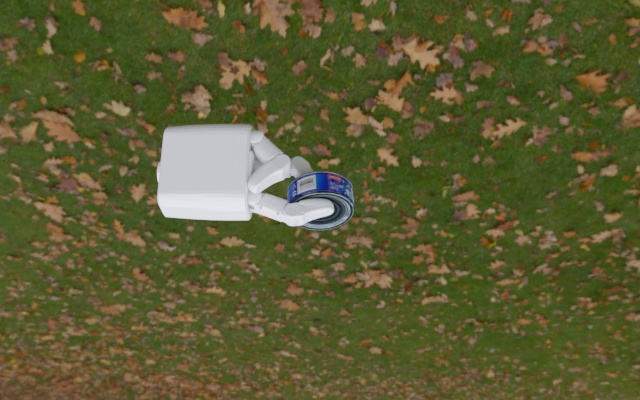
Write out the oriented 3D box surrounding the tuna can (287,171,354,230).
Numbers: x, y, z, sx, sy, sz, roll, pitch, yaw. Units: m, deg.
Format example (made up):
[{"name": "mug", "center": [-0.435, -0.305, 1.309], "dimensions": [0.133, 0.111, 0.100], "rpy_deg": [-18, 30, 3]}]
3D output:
[{"name": "tuna can", "center": [0.000, 0.002, 0.606], "dimensions": [0.086, 0.033, 0.086], "rpy_deg": [-2, -36, -2]}]
